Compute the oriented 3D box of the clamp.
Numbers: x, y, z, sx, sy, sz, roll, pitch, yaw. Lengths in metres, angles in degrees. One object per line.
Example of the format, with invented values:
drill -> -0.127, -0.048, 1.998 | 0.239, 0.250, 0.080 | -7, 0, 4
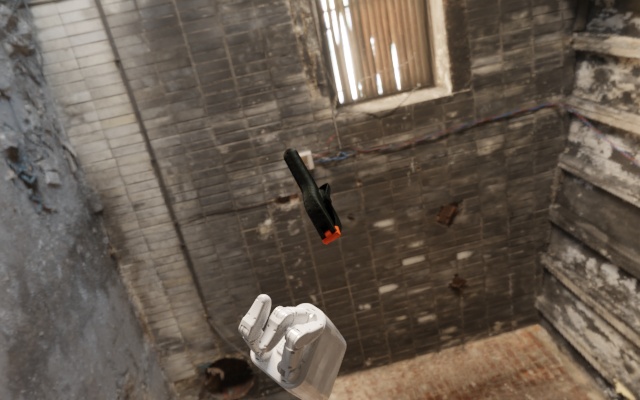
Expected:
clamp -> 0.001, 0.002, 0.755 | 0.039, 0.171, 0.120 | -35, -38, 19
